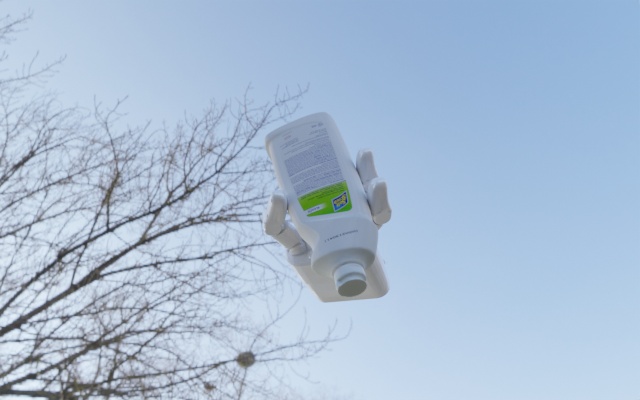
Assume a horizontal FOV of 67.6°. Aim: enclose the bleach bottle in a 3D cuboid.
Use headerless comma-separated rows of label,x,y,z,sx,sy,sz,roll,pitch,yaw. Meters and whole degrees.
bleach bottle,0.000,0.002,0.545,0.102,0.250,0.068,-23,-45,8
